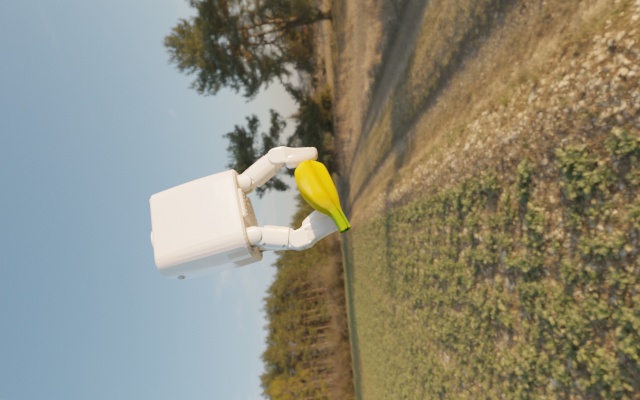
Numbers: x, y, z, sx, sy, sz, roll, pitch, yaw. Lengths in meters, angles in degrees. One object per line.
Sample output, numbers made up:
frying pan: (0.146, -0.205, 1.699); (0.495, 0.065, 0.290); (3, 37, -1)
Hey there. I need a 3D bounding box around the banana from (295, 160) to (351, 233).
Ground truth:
banana: (-0.006, -0.015, 0.549); (0.037, 0.070, 0.197); (-20, 13, -1)
